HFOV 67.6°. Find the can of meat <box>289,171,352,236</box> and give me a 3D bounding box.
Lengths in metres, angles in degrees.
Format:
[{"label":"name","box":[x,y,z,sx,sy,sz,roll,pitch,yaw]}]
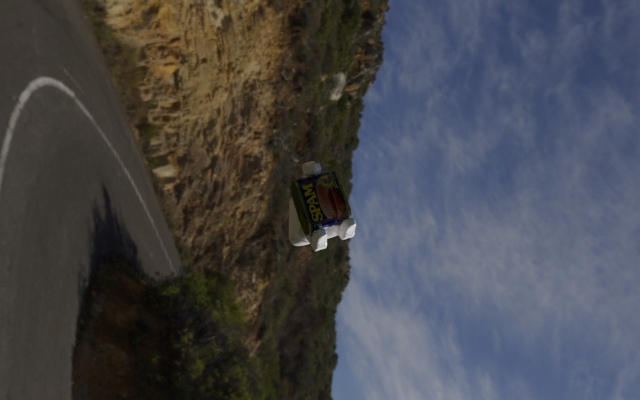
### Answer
[{"label":"can of meat","box":[0.000,0.003,0.861,0.084,0.102,0.057,-15,-9,-17]}]
